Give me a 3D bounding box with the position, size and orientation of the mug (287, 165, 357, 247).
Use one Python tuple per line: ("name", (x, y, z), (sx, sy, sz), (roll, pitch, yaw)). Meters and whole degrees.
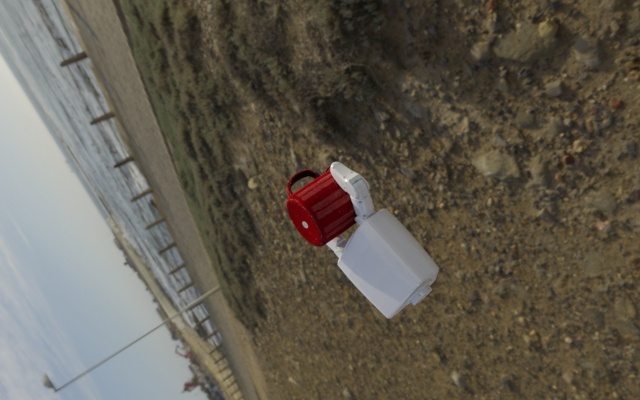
("mug", (-0.001, 0.001, 0.661), (0.081, 0.117, 0.093), (-34, -24, -23))
